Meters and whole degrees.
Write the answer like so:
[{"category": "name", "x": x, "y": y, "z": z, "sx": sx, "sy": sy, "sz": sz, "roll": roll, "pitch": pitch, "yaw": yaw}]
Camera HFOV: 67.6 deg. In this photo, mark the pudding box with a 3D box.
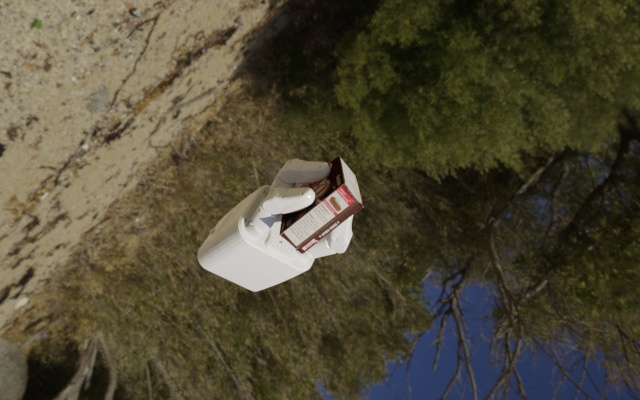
[{"category": "pudding box", "x": 0.000, "y": 0.002, "z": 0.546, "sx": 0.090, "sy": 0.039, "sz": 0.113, "roll": -39, "pitch": 18, "yaw": 12}]
